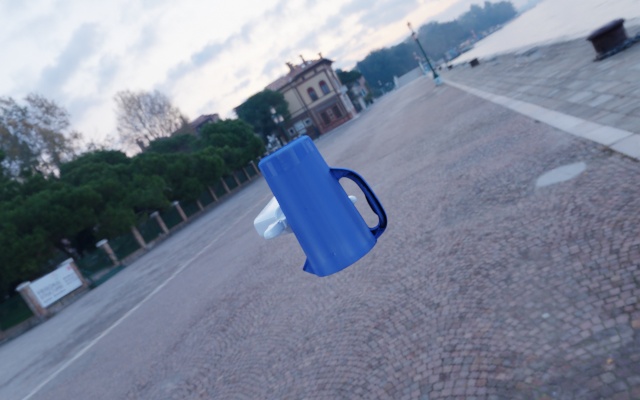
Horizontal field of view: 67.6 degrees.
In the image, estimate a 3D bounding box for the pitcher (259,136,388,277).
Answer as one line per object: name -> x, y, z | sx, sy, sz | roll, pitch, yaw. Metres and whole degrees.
pitcher -> 0.000, 0.003, 0.878 | 0.149, 0.243, 0.145 | -35, 9, -34
